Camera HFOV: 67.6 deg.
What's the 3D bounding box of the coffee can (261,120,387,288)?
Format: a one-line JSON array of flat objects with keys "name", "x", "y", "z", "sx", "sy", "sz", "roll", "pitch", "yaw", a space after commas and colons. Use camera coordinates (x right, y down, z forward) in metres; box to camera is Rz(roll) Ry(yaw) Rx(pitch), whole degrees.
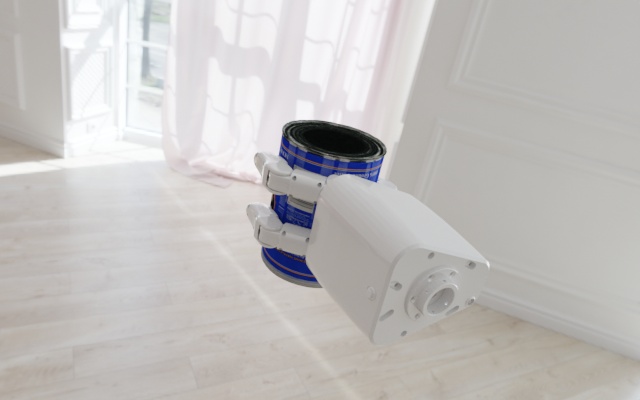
[{"name": "coffee can", "x": 0.000, "y": 0.002, "z": 0.484, "sx": 0.103, "sy": 0.140, "sz": 0.102, "roll": 10, "pitch": 26, "yaw": -5}]
